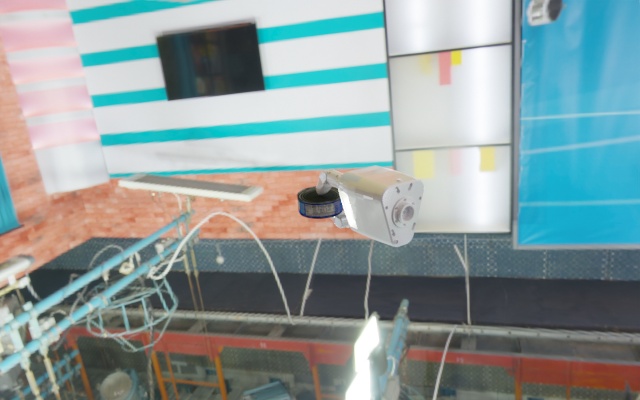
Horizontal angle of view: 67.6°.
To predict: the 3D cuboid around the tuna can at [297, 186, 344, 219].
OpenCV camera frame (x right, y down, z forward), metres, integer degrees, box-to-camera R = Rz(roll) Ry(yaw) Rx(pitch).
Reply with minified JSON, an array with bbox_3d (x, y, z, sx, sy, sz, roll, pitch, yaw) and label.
[{"bbox_3d":[0.000,0.003,0.877,0.086,0.034,0.086,-3,22,1],"label":"tuna can"}]
